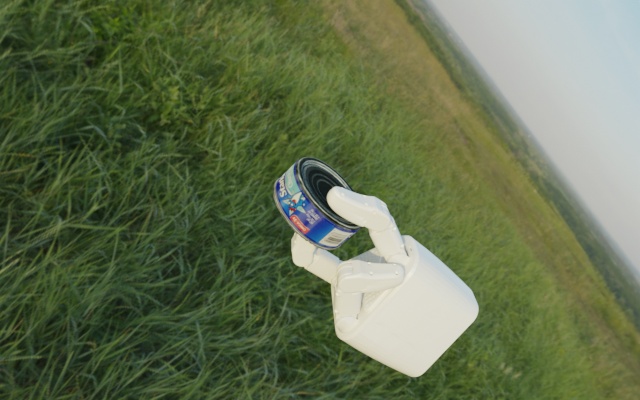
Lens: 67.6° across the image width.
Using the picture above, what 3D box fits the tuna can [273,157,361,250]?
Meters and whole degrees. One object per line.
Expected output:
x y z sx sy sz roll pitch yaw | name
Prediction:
0.000 0.001 0.441 0.034 0.086 0.086 -42 -22 26 | tuna can
